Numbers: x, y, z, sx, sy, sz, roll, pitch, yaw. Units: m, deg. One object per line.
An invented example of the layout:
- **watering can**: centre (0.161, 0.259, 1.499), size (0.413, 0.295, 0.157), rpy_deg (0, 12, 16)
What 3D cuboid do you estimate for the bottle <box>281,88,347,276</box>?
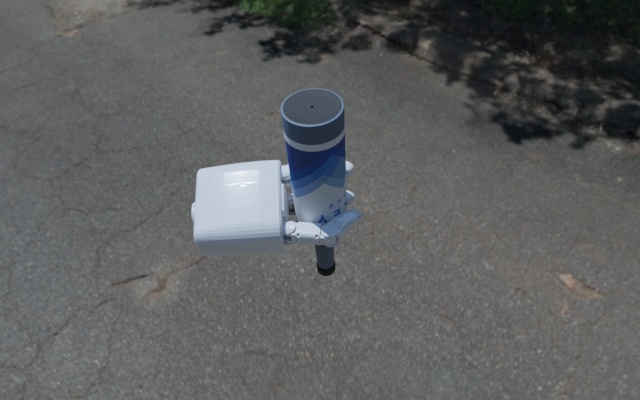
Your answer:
- **bottle**: centre (0.000, 0.002, 0.603), size (0.069, 0.069, 0.296), rpy_deg (0, -43, 5)
